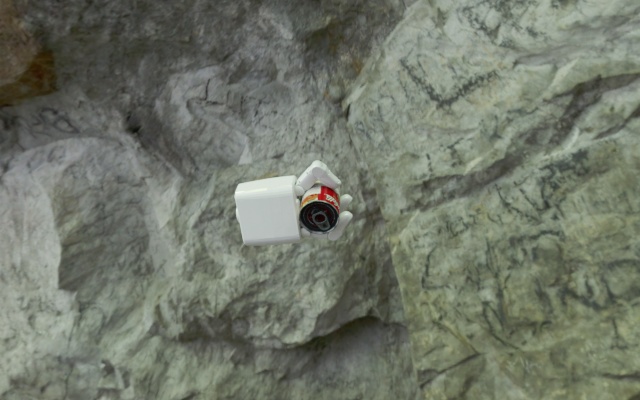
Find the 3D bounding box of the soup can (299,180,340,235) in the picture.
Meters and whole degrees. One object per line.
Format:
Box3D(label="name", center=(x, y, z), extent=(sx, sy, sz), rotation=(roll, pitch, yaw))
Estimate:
Box3D(label="soup can", center=(0.001, 0.002, 0.835), extent=(0.068, 0.068, 0.102), rotation=(0, 32, 4))
